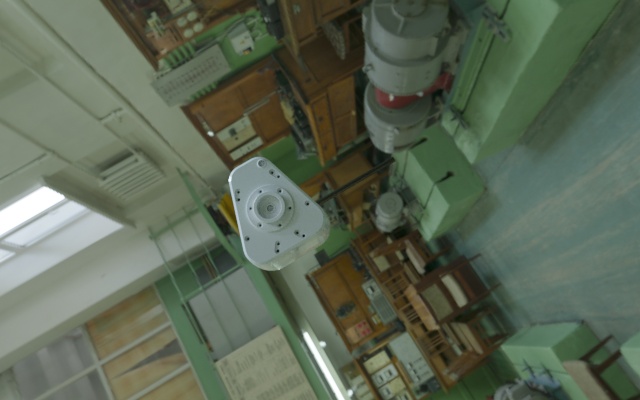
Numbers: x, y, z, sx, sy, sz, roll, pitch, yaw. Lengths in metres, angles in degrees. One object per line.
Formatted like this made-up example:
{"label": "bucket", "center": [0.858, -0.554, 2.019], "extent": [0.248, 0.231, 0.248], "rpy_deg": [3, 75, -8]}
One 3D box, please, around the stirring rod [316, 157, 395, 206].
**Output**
{"label": "stirring rod", "center": [0.000, 0.002, 0.667], "extent": [0.239, 0.011, 0.011], "rpy_deg": [-30, 2, -4]}
